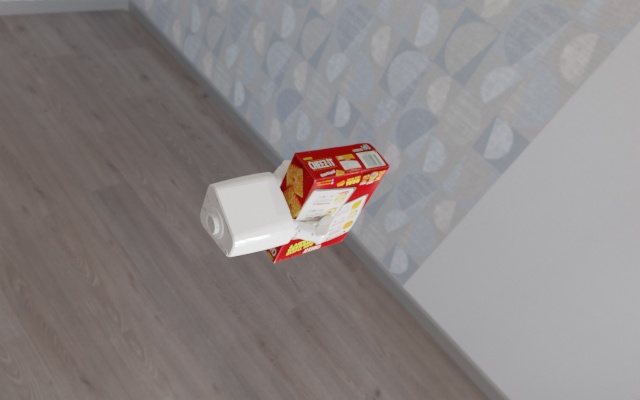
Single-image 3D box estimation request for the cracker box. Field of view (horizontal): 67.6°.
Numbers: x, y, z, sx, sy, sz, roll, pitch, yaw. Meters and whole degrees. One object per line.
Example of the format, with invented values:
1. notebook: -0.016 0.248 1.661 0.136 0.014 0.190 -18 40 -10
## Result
1. cracker box: 0.000 0.003 0.831 0.164 0.072 0.214 -13 -33 -37
